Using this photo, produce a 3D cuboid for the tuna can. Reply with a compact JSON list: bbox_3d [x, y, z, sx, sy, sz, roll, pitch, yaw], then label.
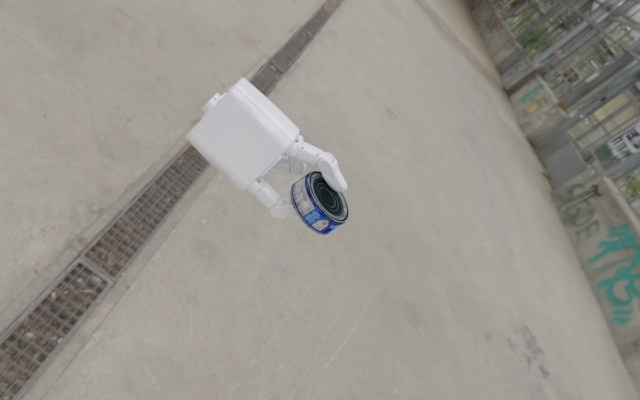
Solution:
[{"bbox_3d":[0.001,0.002,0.660,0.034,0.086,0.086,-34,-18,28],"label":"tuna can"}]
